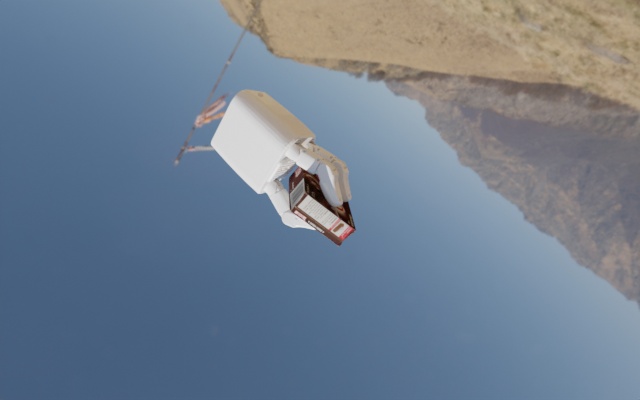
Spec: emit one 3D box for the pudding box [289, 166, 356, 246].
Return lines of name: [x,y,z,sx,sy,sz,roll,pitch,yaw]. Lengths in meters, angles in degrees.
pudding box: [0.000,0.002,0.671,0.090,0.039,0.113,36,20,-19]
